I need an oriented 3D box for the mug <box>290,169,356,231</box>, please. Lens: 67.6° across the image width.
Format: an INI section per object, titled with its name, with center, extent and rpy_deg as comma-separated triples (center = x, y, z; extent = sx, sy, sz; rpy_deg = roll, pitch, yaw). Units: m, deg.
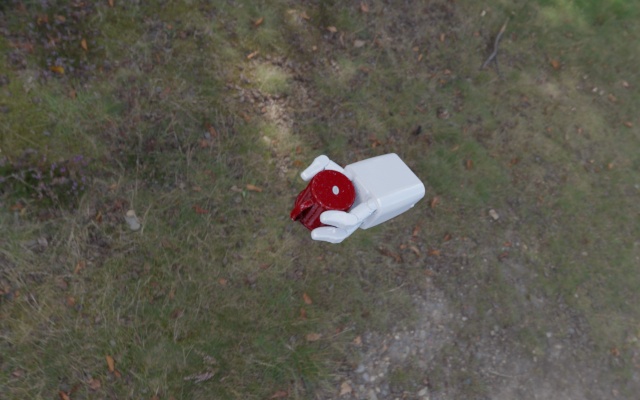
[mug]
center = -0.001, 0.003, 0.817
extent = 0.117, 0.093, 0.081
rpy_deg = -20, -18, -28
